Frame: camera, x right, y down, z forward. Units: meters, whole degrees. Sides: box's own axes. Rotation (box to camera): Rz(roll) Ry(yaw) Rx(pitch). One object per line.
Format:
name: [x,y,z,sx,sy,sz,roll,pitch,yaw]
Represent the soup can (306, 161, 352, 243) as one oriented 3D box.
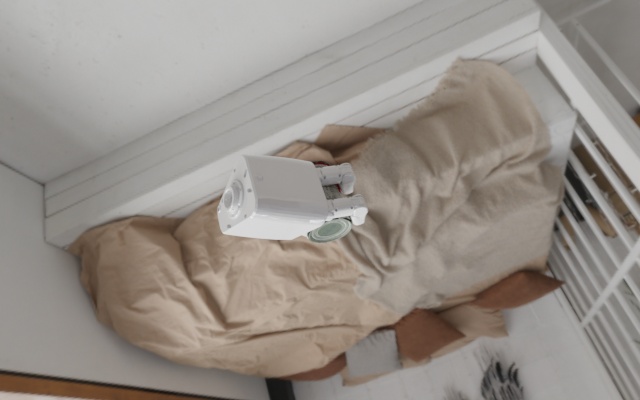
soup can: [0.001,0.003,0.696,0.068,0.102,0.068,-14,-31,-8]
